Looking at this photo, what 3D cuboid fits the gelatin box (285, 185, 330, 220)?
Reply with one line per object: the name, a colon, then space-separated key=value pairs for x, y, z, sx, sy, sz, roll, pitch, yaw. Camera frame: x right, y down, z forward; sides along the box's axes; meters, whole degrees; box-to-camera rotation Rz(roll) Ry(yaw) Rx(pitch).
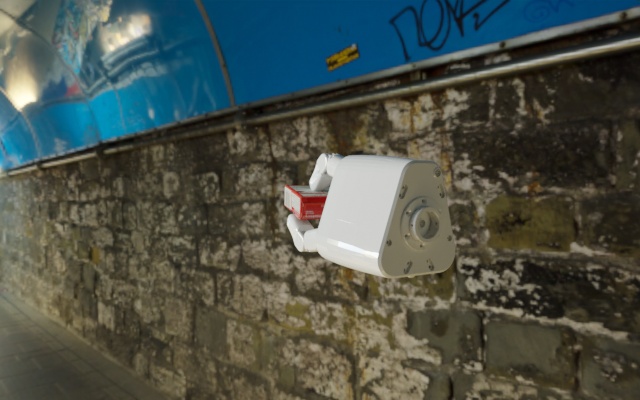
gelatin box: x=0.000 y=0.001 z=0.590 sx=0.073 sy=0.030 sz=0.089 roll=0 pitch=11 yaw=-17
